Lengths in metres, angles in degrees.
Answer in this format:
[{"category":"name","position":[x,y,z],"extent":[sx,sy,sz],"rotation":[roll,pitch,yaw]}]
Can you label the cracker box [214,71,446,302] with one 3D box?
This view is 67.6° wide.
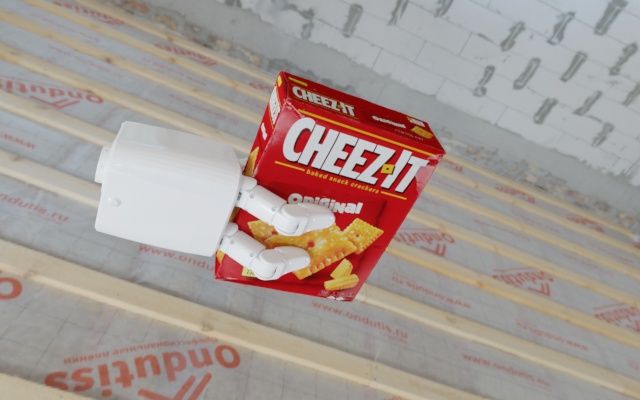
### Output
[{"category":"cracker box","position":[0.000,0.002,0.488],"extent":[0.164,0.214,0.072],"rotation":[15,32,-20]}]
